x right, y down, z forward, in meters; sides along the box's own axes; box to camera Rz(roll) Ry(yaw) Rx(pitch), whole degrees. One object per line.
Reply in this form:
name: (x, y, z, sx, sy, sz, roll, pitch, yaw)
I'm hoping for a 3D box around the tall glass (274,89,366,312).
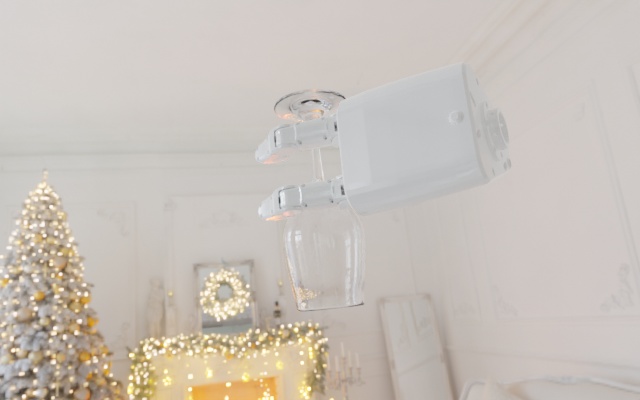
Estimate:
tall glass: (0.000, 0.001, 0.456, 0.079, 0.201, 0.079, -5, -13, -1)
